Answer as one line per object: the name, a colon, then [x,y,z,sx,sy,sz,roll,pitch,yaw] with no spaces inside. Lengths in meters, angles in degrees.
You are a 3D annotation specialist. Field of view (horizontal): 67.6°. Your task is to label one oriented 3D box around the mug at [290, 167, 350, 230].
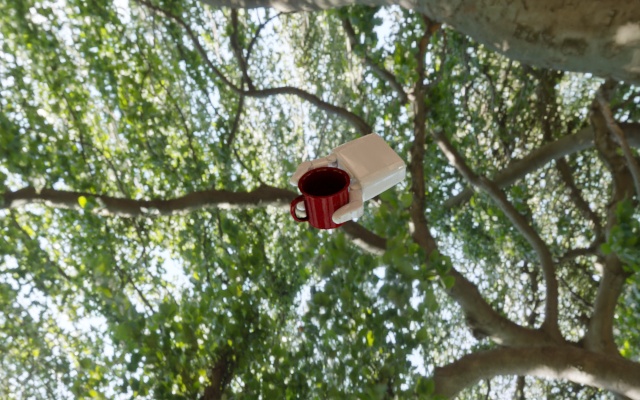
mug: [-0.001,0.004,0.856,0.117,0.082,0.093,-25,41,-20]
